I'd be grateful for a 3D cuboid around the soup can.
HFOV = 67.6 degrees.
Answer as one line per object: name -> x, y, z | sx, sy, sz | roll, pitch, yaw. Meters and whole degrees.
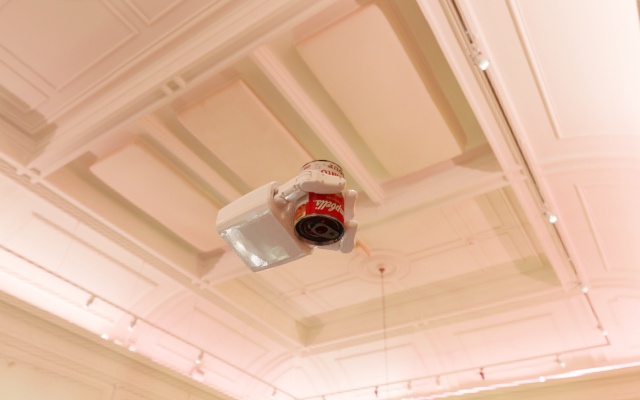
soup can -> 0.000, 0.002, 0.661 | 0.068, 0.102, 0.069 | 2, -40, 1
